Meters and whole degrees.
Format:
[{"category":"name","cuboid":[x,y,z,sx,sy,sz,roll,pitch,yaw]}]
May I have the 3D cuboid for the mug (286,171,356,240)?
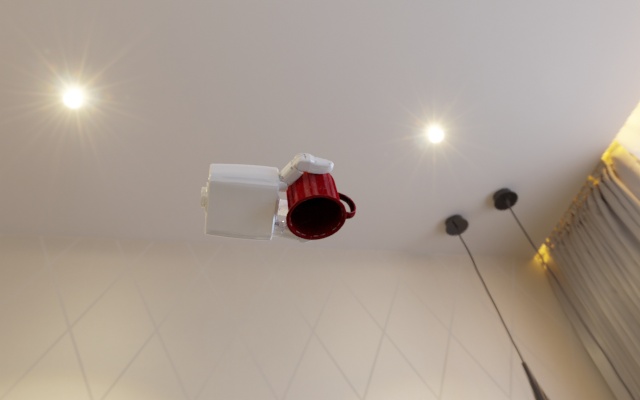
[{"category":"mug","cuboid":[0.002,0.002,0.756,0.117,0.093,0.081,6,39,-15]}]
